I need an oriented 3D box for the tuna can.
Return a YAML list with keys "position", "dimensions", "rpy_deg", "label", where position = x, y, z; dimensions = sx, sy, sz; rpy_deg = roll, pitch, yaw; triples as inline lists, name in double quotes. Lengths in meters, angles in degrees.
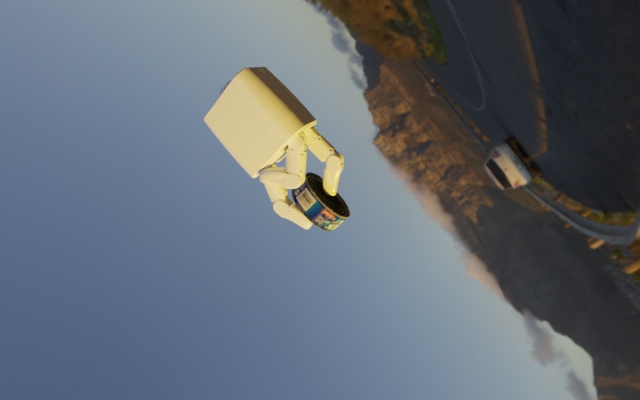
- position: [0.000, 0.003, 0.678]
  dimensions: [0.034, 0.086, 0.086]
  rpy_deg: [-44, -17, 18]
  label: "tuna can"
